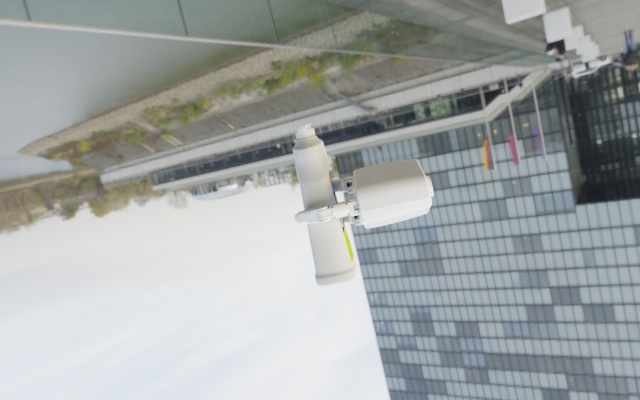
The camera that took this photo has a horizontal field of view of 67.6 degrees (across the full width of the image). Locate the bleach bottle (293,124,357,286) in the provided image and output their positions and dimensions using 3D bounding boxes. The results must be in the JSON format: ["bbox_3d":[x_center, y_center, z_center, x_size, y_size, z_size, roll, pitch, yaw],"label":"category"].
[{"bbox_3d":[0.000,0.003,0.769,0.068,0.251,0.102,-13,6,6],"label":"bleach bottle"}]
